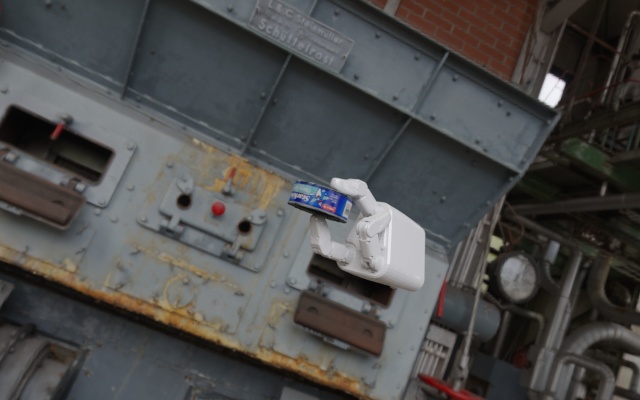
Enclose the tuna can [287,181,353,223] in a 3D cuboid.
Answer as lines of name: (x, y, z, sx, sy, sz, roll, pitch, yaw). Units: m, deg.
tuna can: (0.000, 0.002, 0.656, 0.086, 0.033, 0.086, 18, -7, 2)
